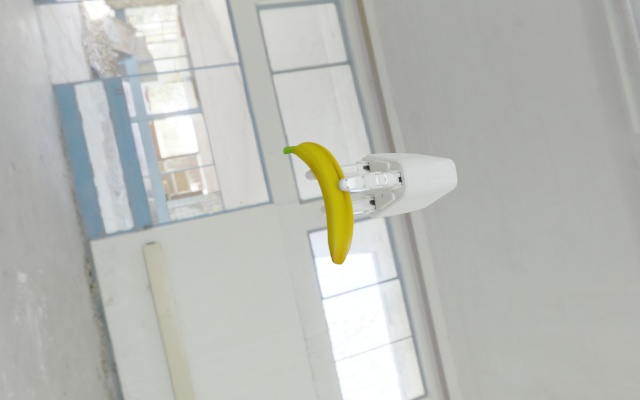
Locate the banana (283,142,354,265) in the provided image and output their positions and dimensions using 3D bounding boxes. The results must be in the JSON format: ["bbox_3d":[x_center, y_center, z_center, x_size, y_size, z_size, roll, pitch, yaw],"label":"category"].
[{"bbox_3d":[0.010,-0.011,0.662,0.037,0.197,0.070,0,-32,-43],"label":"banana"}]
